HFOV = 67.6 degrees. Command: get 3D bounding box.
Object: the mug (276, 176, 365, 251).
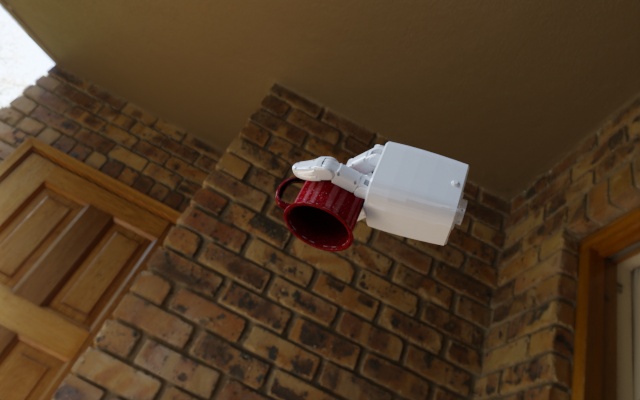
[{"bbox_3d":[-0.001,0.001,0.617,0.117,0.081,0.093,17,-36,13],"label":"mug"}]
